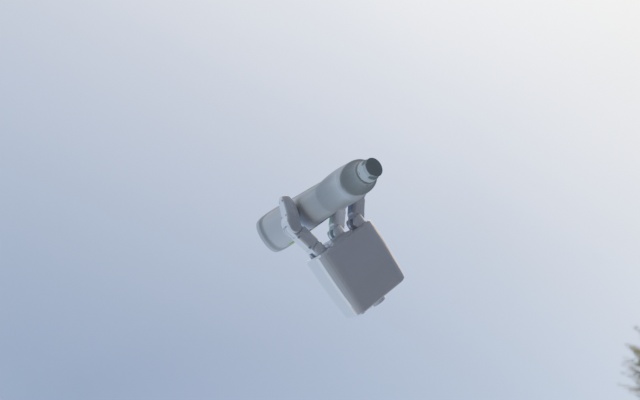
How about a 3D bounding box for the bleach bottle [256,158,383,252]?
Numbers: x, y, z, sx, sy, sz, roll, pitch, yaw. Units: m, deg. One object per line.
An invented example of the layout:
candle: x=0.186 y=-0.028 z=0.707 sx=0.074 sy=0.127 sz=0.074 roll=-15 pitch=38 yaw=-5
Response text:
bleach bottle: x=0.000 y=0.002 z=0.723 sx=0.102 sy=0.068 sz=0.251 roll=-34 pitch=1 yaw=-39
